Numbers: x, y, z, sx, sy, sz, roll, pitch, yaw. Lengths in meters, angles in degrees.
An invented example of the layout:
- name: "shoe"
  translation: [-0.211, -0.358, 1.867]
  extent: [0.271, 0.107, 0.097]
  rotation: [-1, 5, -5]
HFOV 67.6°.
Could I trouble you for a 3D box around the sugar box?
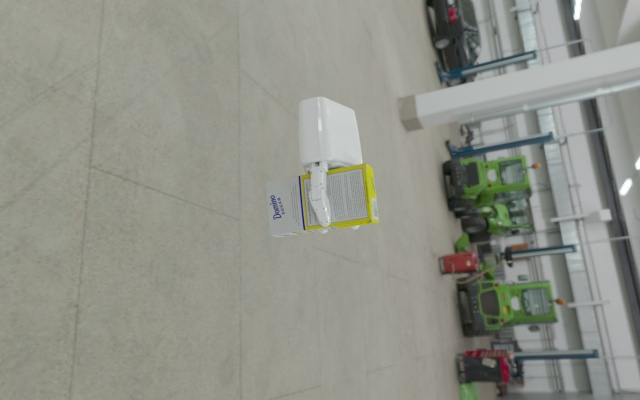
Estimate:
- name: "sugar box"
  translation: [0.000, 0.002, 0.773]
  extent: [0.176, 0.093, 0.048]
  rotation: [-9, -11, 22]
